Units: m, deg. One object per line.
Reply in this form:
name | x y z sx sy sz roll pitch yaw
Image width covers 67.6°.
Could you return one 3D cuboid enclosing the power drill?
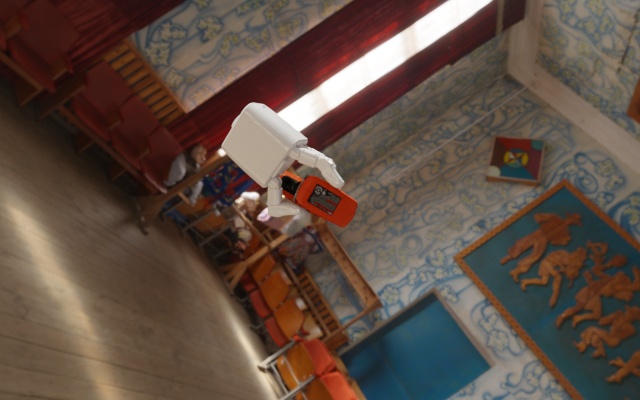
power drill | 0.000 0.003 0.884 0.184 0.057 0.187 28 -4 -17
